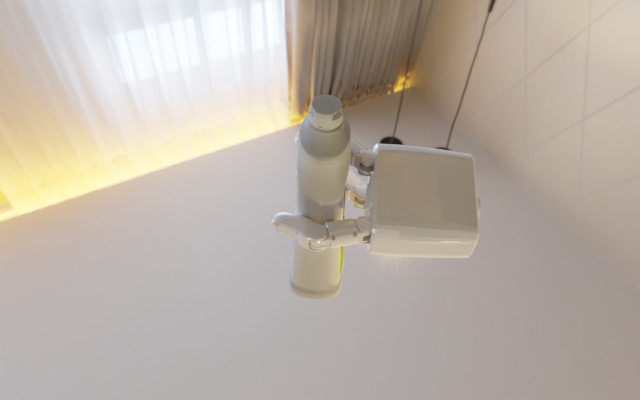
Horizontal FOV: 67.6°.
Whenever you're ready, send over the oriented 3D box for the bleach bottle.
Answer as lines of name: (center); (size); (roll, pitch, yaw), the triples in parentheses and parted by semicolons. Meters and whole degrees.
bleach bottle: (0.000, 0.002, 0.521); (0.068, 0.102, 0.251); (5, -41, 1)
